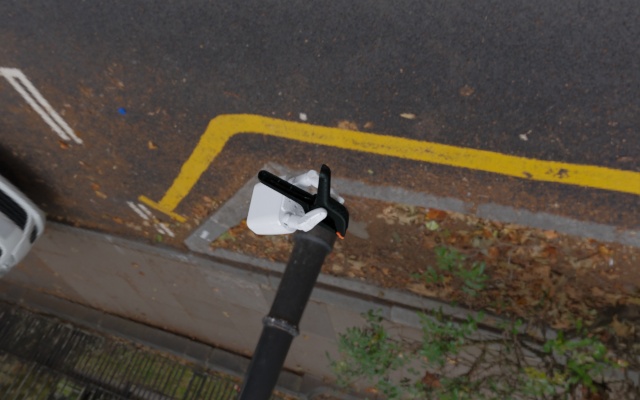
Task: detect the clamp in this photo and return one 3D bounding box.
[{"bbox_3d":[0.000,0.004,0.899,0.164,0.036,0.210,-7,-41,45],"label":"clamp"}]
